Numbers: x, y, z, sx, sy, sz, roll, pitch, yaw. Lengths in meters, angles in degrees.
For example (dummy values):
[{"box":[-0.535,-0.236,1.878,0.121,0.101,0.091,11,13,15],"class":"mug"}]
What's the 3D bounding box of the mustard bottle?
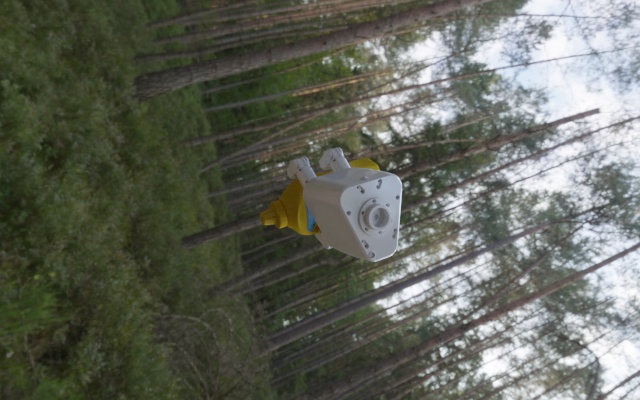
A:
[{"box":[0.000,0.002,0.729,0.191,0.096,0.058,-17,36,-21],"class":"mustard bottle"}]
